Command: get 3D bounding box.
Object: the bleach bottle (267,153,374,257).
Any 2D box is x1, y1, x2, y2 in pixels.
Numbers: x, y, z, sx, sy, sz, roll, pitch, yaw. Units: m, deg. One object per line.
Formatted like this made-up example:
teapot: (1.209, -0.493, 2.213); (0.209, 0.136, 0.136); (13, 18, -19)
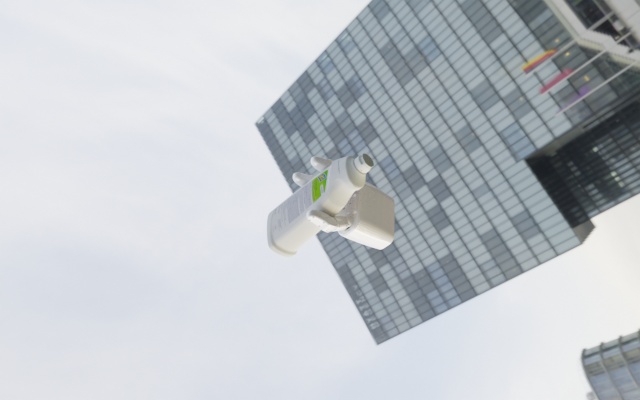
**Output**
bleach bottle: (0.000, 0.003, 0.877); (0.068, 0.102, 0.251); (25, -48, -34)
